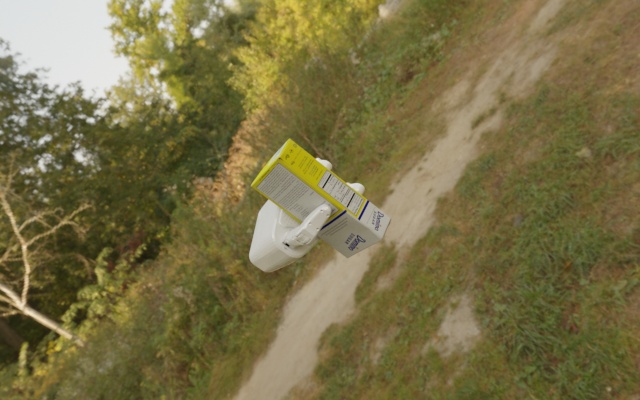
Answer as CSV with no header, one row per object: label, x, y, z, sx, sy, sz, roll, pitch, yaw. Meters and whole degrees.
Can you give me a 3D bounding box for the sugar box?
sugar box,0.000,0.002,0.654,0.176,0.048,0.093,36,-35,-12
